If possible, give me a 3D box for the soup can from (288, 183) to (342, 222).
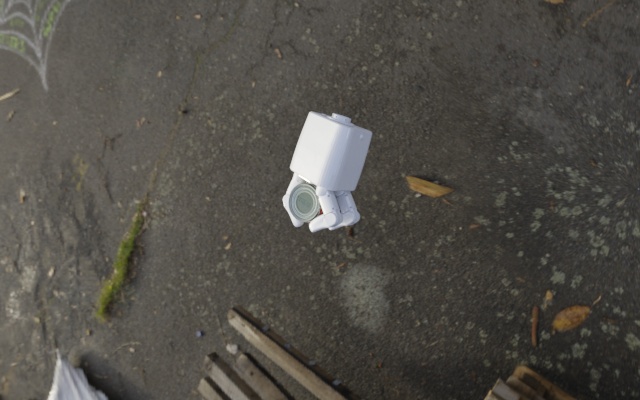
[{"bbox_3d":[0.000,0.003,0.835,0.068,0.068,0.102,0,1,34],"label":"soup can"}]
